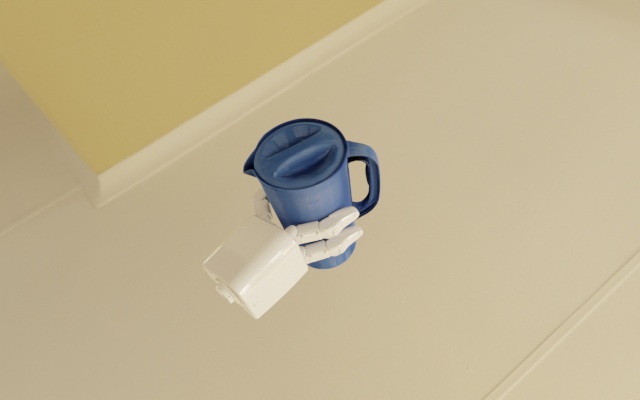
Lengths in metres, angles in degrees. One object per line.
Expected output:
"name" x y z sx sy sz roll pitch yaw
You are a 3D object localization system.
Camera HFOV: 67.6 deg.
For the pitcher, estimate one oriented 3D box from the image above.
"pitcher" 0.000 0.002 0.732 0.149 0.145 0.243 32 -24 31
